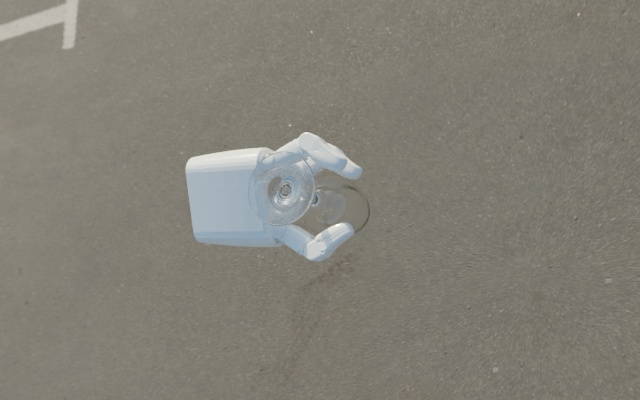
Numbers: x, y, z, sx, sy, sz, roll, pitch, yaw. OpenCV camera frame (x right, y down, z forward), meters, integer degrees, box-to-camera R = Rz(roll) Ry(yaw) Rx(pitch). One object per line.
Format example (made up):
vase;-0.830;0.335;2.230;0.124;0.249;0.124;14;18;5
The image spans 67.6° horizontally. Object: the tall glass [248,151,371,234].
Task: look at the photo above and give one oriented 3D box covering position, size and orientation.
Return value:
tall glass;0.000;0.002;0.556;0.079;0.079;0.201;0;-8;24
